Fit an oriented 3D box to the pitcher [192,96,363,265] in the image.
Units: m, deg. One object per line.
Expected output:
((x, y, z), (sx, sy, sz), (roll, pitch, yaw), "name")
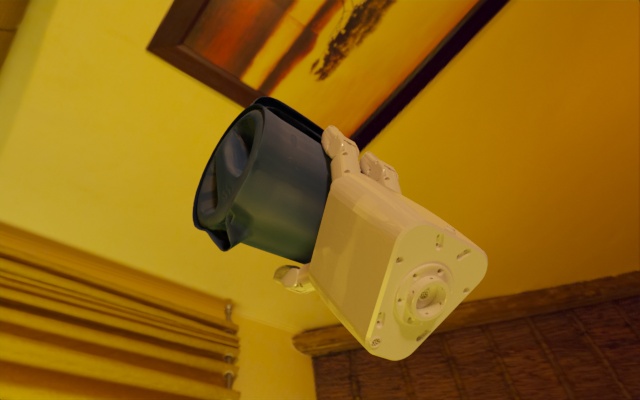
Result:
((0.000, 0.002, 0.517), (0.243, 0.149, 0.145), (26, 6, -29), "pitcher")
